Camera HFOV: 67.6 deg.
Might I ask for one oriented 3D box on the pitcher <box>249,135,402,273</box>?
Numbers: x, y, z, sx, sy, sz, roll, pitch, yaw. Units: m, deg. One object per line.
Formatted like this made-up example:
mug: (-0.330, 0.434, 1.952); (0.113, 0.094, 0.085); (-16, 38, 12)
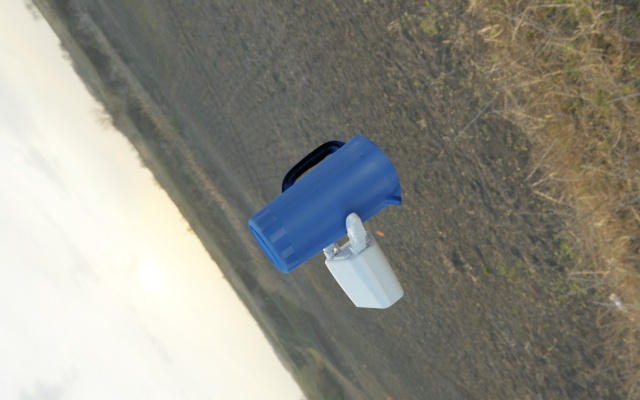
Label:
pitcher: (0.000, 0.003, 0.799); (0.243, 0.145, 0.149); (-35, 12, -13)
